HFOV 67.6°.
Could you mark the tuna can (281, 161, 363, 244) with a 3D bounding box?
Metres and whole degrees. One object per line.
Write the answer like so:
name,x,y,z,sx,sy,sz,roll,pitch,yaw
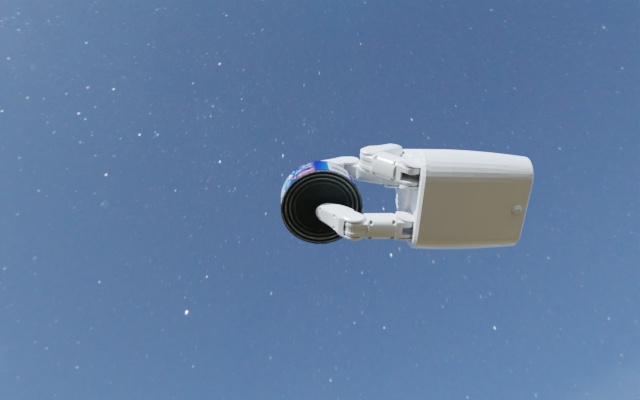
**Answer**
tuna can,0.000,0.001,0.510,0.086,0.086,0.033,0,26,-6
